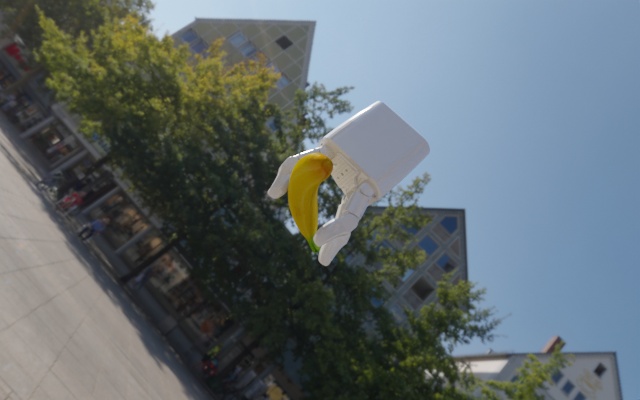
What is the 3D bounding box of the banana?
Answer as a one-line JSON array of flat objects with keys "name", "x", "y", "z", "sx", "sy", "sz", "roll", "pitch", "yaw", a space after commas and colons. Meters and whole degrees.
[{"name": "banana", "x": -0.012, "y": -0.008, "z": 0.588, "sx": 0.037, "sy": 0.069, "sz": 0.198, "roll": -36, "pitch": -24, "yaw": -22}]
